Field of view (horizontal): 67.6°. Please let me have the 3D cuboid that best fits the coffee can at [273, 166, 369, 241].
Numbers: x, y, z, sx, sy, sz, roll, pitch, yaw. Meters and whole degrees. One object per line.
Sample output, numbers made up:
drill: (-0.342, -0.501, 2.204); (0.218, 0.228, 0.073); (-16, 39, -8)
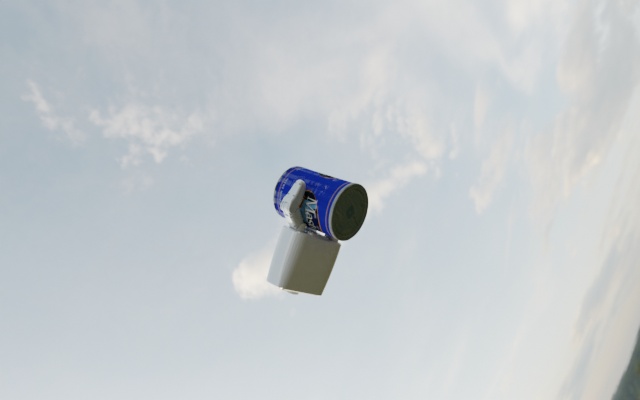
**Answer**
coffee can: (0.000, 0.003, 0.858); (0.140, 0.103, 0.103); (19, 12, 38)
